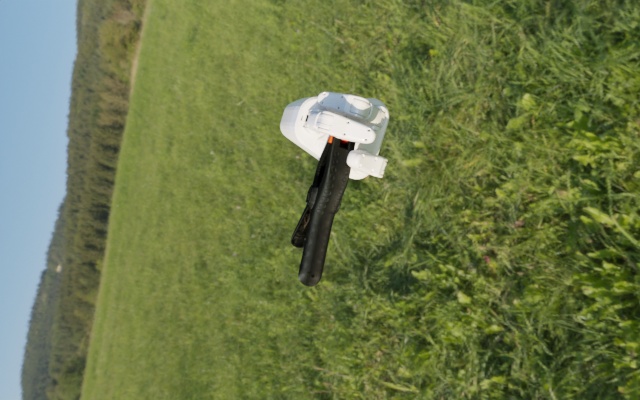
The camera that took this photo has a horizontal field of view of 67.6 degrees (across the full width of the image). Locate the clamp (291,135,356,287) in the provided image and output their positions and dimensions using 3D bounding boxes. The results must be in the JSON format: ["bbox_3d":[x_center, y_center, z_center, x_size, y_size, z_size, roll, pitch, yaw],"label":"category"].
[{"bbox_3d":[0.000,0.002,0.549,0.039,0.171,0.120,16,5,-19],"label":"clamp"}]
